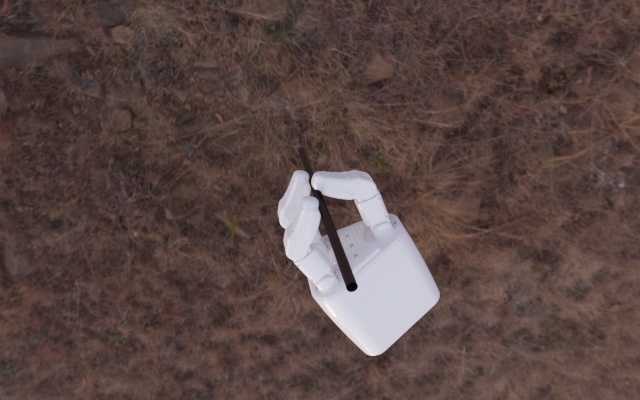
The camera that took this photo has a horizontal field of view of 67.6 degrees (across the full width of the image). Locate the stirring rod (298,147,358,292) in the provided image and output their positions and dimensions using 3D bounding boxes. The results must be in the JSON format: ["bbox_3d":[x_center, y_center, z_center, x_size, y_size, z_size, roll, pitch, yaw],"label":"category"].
[{"bbox_3d":[0.000,0.001,0.423,0.011,0.011,0.239,0,28,-12],"label":"stirring rod"}]
